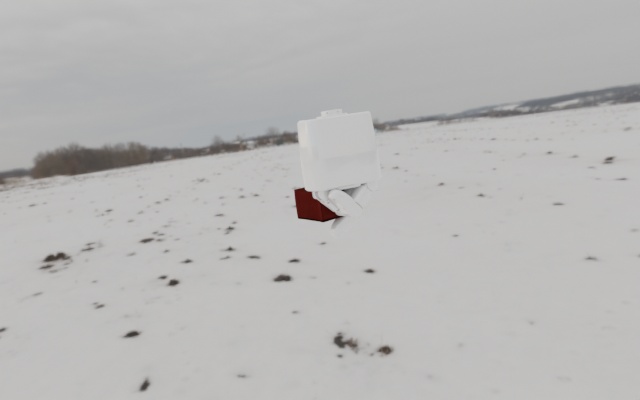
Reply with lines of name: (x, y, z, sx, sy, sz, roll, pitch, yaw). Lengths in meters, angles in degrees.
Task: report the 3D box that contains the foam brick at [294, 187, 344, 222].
foam brick: (0.000, 0.003, 0.785, 0.053, 0.051, 0.078, -15, 11, -33)
